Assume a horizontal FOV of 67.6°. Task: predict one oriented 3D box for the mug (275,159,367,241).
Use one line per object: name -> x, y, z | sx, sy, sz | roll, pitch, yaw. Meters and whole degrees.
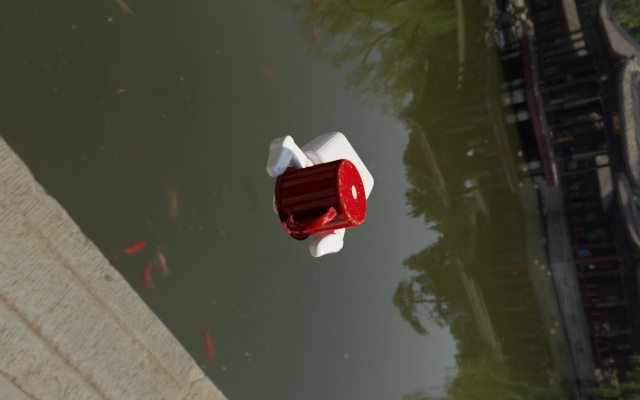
mug -> 0.000, 0.002, 0.563 | 0.081, 0.093, 0.117 | -12, 21, 26
